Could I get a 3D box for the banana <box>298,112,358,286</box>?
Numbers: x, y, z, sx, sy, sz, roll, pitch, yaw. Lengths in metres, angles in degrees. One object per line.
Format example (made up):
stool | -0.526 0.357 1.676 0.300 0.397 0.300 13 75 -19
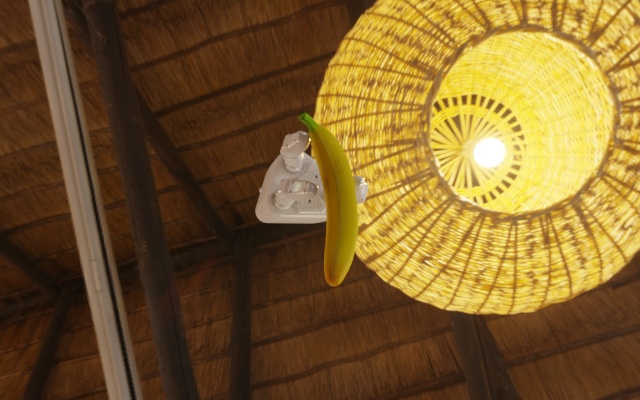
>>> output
banana | 0.014 -0.002 0.552 0.069 0.197 0.037 -3 -13 -41
